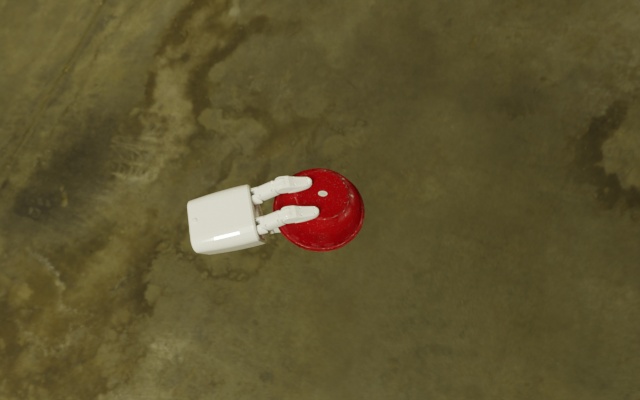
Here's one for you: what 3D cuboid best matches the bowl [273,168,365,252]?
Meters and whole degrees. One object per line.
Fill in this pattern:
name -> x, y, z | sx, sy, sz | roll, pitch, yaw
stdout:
bowl -> 0.001, 0.002, 0.811 | 0.162, 0.162, 0.055 | 0, -28, -6
